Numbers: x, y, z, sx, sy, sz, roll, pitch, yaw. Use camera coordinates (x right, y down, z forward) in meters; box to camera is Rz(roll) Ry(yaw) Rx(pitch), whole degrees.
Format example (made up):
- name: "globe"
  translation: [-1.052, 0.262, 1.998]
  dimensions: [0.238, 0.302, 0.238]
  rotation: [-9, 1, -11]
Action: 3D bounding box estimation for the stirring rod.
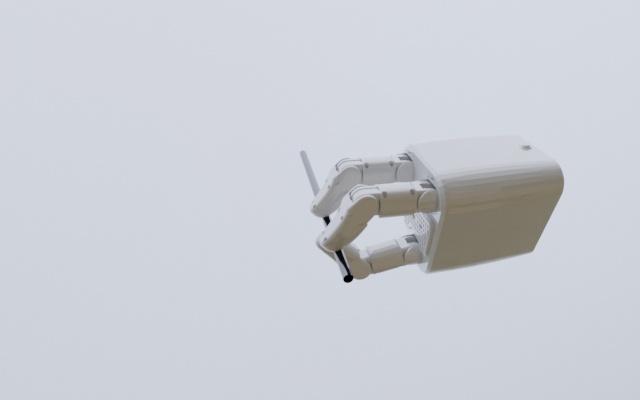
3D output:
- name: "stirring rod"
  translation: [0.000, 0.002, 0.459]
  dimensions: [0.011, 0.011, 0.239]
  rotation: [0, 28, -11]
